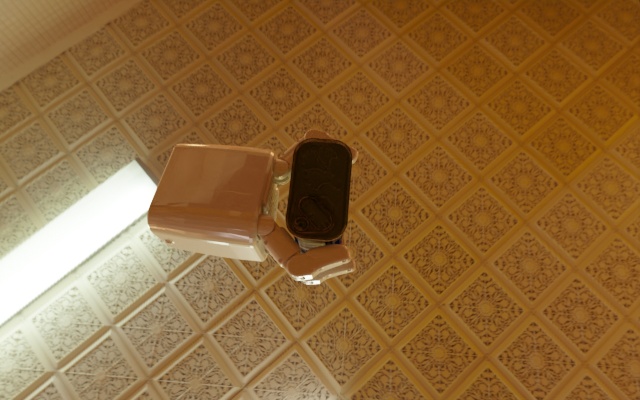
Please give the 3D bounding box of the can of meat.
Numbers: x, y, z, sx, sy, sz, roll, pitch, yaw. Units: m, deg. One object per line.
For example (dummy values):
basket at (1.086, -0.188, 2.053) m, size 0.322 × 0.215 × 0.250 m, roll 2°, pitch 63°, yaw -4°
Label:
can of meat at (0.000, 0.002, 0.485) m, size 0.057 × 0.102 × 0.084 m, roll 4°, pitch -19°, yaw 3°
